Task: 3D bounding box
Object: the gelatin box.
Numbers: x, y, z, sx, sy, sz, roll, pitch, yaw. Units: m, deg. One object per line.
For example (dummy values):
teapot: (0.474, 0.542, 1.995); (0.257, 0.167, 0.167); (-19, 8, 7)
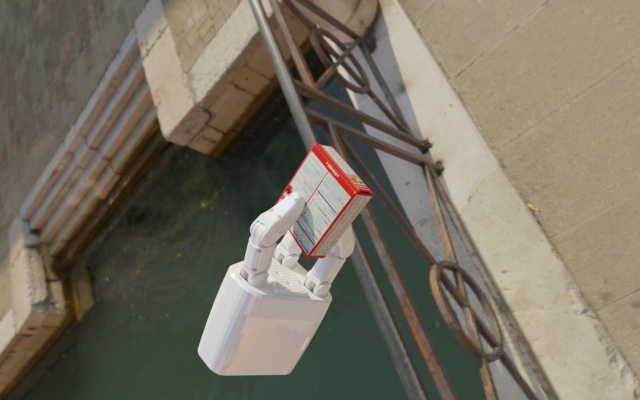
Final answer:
gelatin box: (0.000, 0.001, 0.469); (0.030, 0.089, 0.073); (4, 39, -46)
